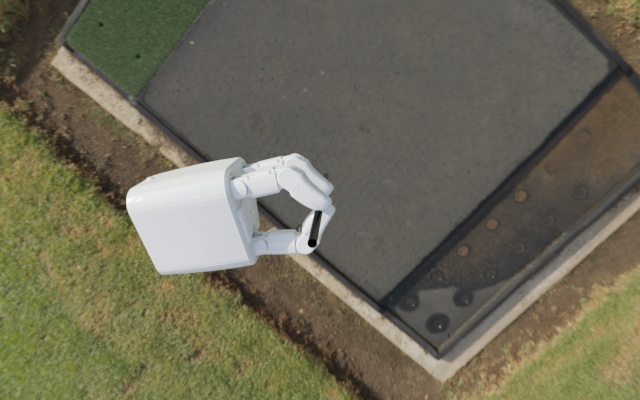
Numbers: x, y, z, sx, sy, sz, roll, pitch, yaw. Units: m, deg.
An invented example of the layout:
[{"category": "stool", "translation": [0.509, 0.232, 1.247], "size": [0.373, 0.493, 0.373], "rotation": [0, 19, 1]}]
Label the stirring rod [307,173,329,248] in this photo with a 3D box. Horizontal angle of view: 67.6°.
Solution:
[{"category": "stirring rod", "translation": [0.000, 0.002, 0.504], "size": [0.011, 0.011, 0.239], "rotation": [0, 16, 3]}]
